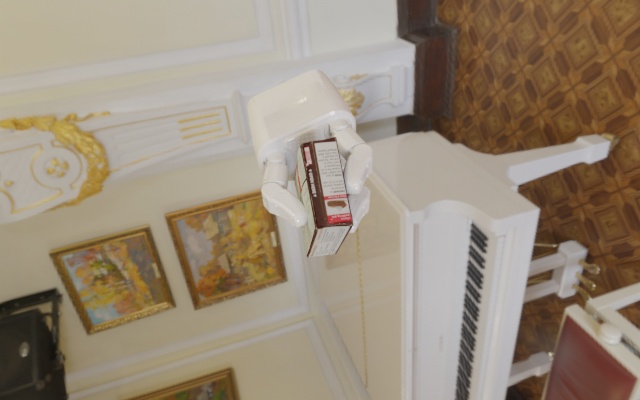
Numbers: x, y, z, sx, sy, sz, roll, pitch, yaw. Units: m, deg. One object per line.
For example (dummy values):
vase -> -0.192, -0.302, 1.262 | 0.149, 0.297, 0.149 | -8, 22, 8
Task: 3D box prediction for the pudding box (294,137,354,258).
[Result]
pudding box -> 0.000, 0.002, 0.484 | 0.039, 0.090, 0.113 | -9, -18, -8
